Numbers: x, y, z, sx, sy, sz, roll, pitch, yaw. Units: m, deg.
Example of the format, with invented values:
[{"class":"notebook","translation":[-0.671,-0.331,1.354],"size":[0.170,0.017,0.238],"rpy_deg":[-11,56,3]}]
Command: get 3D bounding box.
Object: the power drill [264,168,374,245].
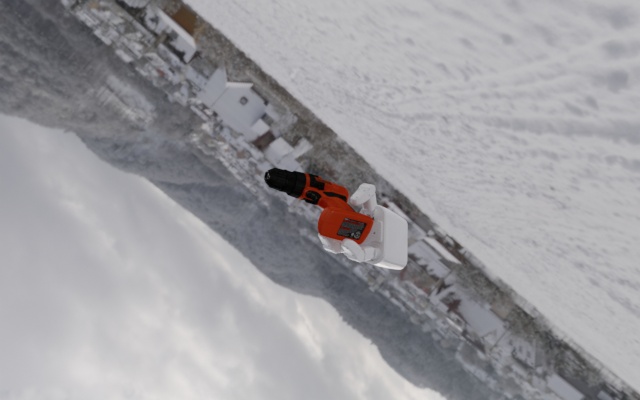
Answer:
[{"class":"power drill","translation":[0.001,0.003,0.881],"size":[0.184,0.057,0.187],"rpy_deg":[14,21,-30]}]
